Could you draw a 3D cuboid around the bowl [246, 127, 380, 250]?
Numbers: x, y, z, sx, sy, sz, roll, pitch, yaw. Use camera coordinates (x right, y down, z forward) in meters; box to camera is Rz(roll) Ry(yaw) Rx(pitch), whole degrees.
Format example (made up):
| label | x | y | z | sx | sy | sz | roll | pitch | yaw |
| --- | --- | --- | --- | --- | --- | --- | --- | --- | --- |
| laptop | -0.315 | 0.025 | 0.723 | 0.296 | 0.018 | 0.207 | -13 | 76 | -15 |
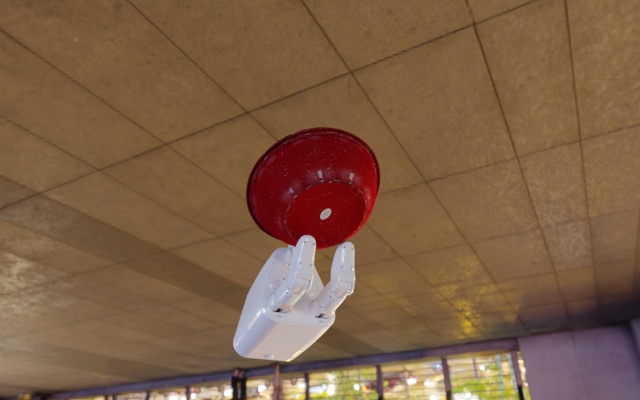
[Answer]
| label | x | y | z | sx | sy | sz | roll | pitch | yaw |
| --- | --- | --- | --- | --- | --- | --- | --- | --- | --- |
| bowl | 0.000 | 0.001 | 0.537 | 0.162 | 0.162 | 0.055 | 0 | 34 | -18 |
